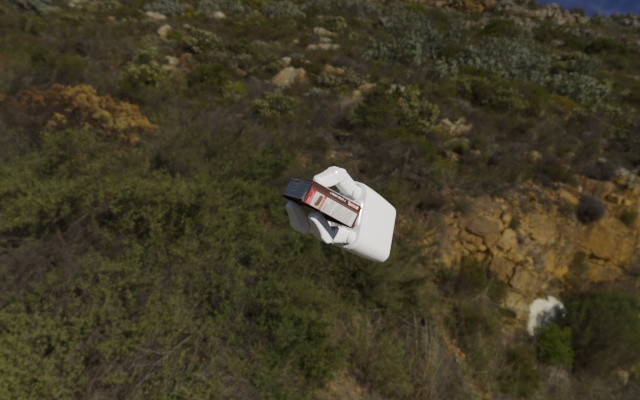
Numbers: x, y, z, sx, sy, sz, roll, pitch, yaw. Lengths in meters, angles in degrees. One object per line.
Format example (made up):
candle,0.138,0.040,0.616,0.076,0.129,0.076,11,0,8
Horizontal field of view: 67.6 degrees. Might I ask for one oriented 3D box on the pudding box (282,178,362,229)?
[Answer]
pudding box,0.000,0.002,0.726,0.090,0.039,0.113,28,-7,-19
